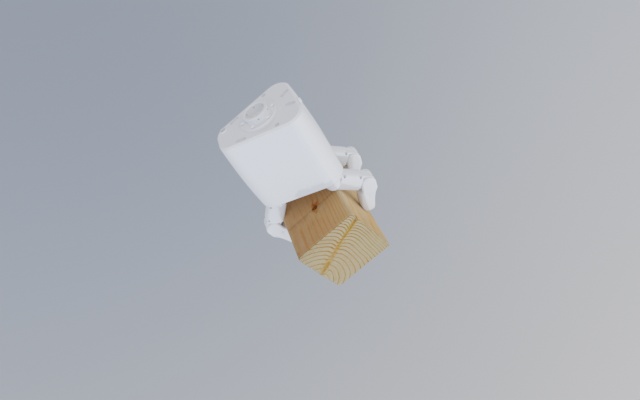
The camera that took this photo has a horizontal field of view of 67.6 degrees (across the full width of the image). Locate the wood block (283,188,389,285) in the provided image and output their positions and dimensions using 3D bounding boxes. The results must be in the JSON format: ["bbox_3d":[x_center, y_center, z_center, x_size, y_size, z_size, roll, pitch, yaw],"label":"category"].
[{"bbox_3d":[0.000,0.002,0.668,0.090,0.091,0.206,38,18,-39],"label":"wood block"}]
